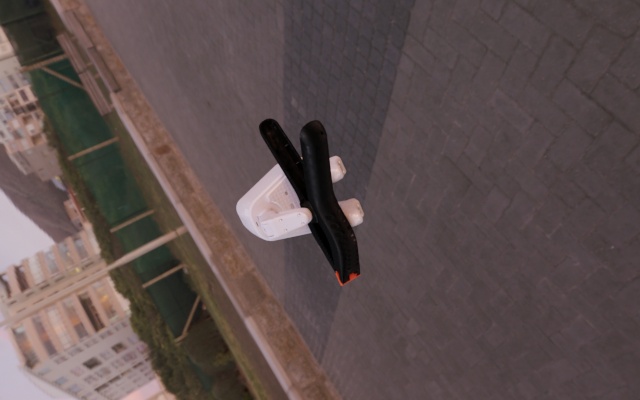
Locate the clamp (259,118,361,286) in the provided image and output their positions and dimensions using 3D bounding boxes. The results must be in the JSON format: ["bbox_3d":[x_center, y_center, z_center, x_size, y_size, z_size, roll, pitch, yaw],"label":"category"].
[{"bbox_3d":[0.000,0.003,0.523,0.036,0.210,0.164,-28,12,-14],"label":"clamp"}]
